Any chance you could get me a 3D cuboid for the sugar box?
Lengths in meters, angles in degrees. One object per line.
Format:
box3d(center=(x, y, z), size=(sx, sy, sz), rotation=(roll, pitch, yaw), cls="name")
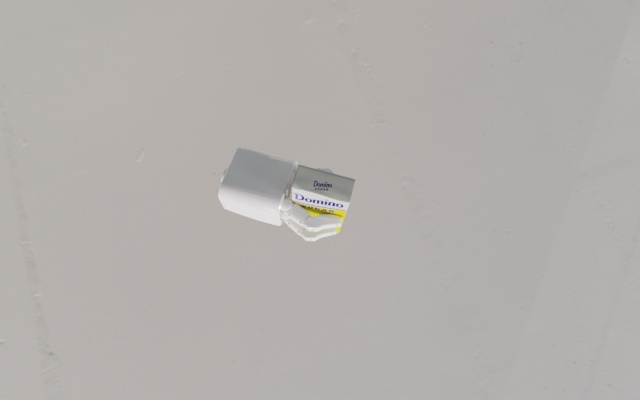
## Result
box3d(center=(0.000, 0.003, 0.795), size=(0.093, 0.048, 0.176), rotation=(15, -17, 2), cls="sugar box")
